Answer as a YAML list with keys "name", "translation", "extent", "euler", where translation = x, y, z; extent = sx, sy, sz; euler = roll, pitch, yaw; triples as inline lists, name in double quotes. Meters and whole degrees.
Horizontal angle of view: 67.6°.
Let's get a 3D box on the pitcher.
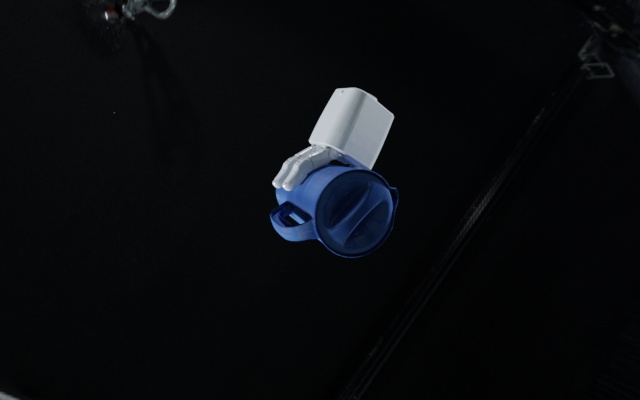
- name: "pitcher"
  translation: [0.000, 0.002, 0.799]
  extent: [0.149, 0.145, 0.243]
  euler: [26, -1, -25]
